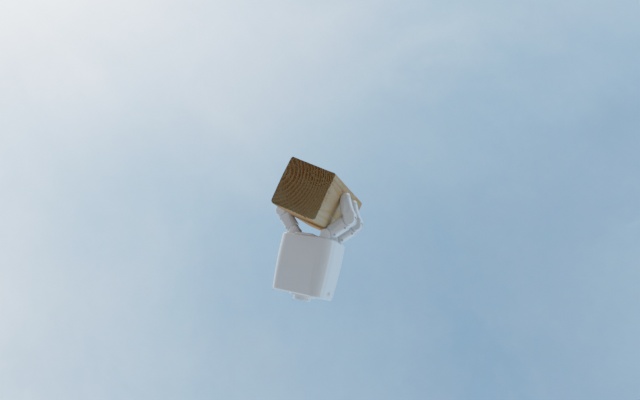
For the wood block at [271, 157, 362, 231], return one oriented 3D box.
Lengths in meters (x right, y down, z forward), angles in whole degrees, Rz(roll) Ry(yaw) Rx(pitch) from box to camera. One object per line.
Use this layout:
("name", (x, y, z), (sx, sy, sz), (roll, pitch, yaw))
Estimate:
("wood block", (0.000, 0.003, 0.897), (0.091, 0.090, 0.206), (22, -7, 21))
